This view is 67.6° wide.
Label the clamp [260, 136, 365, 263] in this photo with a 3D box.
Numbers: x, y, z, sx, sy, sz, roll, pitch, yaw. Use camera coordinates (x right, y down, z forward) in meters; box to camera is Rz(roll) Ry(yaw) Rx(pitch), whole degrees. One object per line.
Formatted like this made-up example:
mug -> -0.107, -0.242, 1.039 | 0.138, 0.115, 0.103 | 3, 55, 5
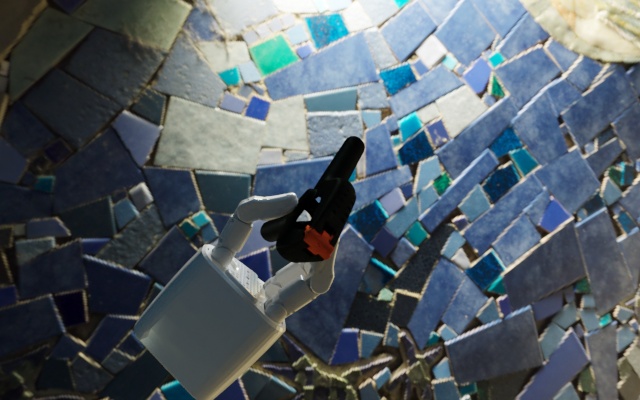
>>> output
clamp -> -0.001, 0.001, 0.482 | 0.036, 0.164, 0.210 | 42, 2, -12
